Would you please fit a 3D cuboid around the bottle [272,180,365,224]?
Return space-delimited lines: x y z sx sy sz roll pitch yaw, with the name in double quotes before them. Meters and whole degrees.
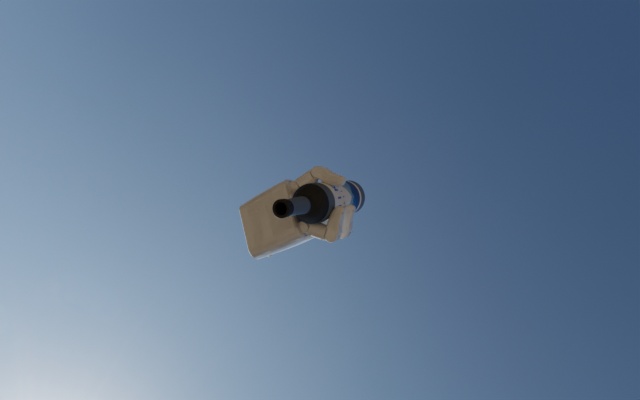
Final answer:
"bottle" 0.000 0.003 0.804 0.069 0.069 0.295 0 4 22
